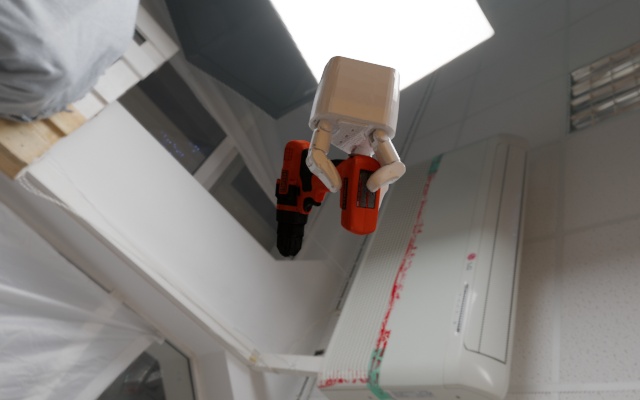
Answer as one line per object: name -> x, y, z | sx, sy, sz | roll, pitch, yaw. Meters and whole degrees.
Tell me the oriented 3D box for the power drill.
power drill -> 0.000, 0.002, 0.696 | 0.057, 0.184, 0.187 | 3, 2, -41
